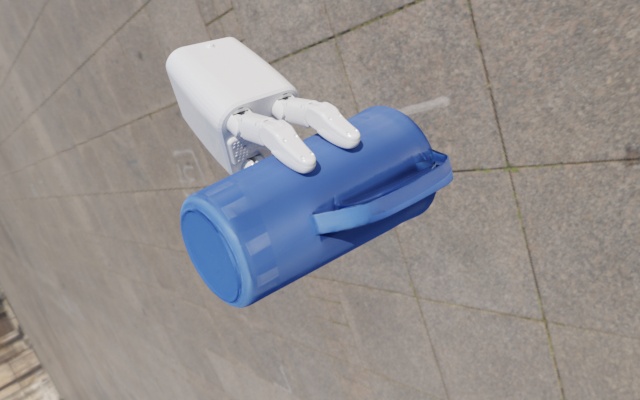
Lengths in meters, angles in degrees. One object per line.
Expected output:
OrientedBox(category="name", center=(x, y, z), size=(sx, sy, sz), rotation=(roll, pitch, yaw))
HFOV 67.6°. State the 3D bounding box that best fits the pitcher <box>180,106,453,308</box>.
OrientedBox(category="pitcher", center=(0.000, 0.001, 0.464), size=(0.242, 0.145, 0.149), rotation=(-28, -25, -34))
